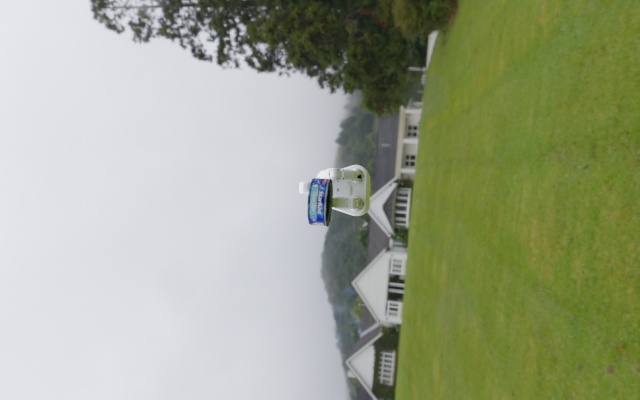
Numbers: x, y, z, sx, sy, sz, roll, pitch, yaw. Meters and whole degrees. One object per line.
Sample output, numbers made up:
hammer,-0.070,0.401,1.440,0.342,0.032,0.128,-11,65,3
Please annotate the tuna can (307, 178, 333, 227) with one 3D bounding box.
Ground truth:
tuna can,0.000,0.003,0.852,0.034,0.086,0.086,4,0,8
